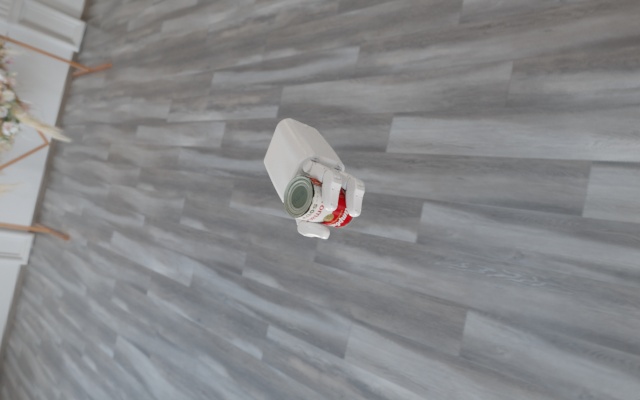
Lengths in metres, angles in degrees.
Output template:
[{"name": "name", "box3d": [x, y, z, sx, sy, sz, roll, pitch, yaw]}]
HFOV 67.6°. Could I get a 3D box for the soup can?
[{"name": "soup can", "box3d": [0.000, 0.003, 0.758, 0.068, 0.068, 0.102, 0, -11, 45]}]
